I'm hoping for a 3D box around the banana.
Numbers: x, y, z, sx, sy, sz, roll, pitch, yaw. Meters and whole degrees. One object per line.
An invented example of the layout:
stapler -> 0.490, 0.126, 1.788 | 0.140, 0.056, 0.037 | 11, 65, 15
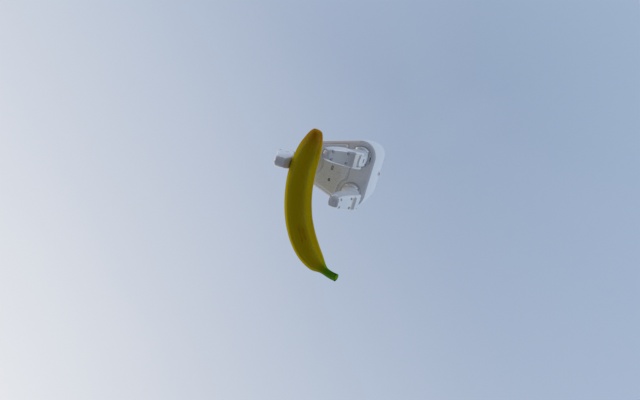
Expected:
banana -> -0.017, 0.007, 0.630 | 0.069, 0.198, 0.037 | -6, 3, 20
